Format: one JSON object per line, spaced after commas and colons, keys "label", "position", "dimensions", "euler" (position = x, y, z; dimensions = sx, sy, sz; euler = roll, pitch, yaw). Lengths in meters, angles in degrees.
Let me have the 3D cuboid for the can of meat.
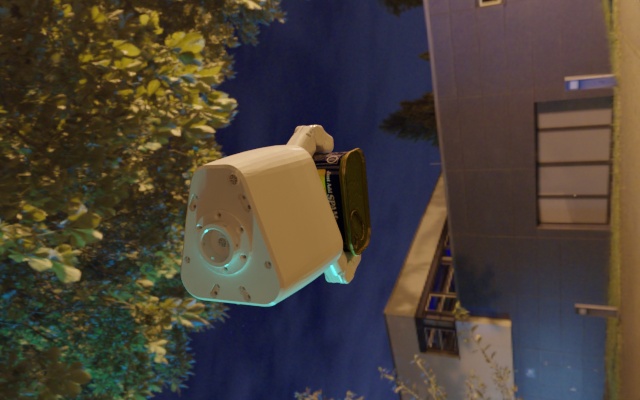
{"label": "can of meat", "position": [0.000, 0.001, 0.480], "dimensions": [0.084, 0.102, 0.057], "euler": [0, 15, 24]}
